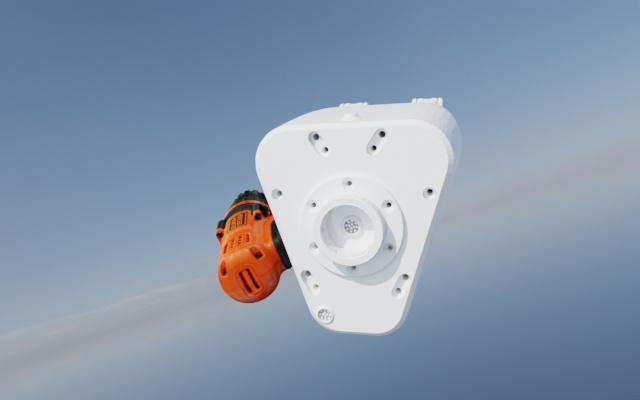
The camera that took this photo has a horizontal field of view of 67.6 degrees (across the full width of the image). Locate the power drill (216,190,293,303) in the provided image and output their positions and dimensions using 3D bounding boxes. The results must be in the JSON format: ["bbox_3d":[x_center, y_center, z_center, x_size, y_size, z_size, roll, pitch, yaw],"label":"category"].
[{"bbox_3d":[0.000,0.001,0.416,0.187,0.057,0.184,-27,20,2],"label":"power drill"}]
